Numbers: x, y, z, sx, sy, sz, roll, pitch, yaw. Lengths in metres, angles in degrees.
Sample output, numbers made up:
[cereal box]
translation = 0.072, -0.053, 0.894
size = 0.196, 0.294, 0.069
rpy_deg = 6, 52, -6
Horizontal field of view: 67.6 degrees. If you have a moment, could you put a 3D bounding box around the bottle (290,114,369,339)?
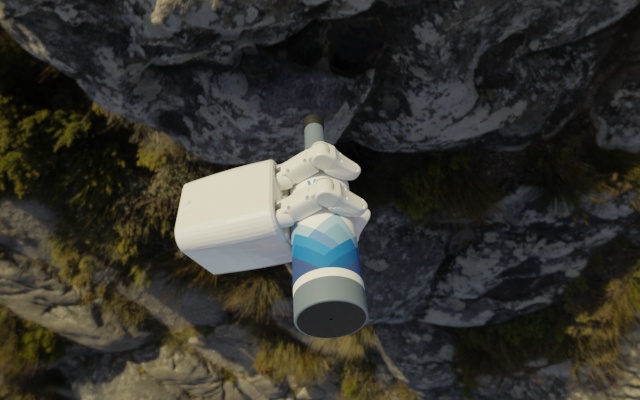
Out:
[bottle]
translation = 0.000, 0.002, 0.525
size = 0.069, 0.295, 0.069
rpy_deg = -3, -45, -3
